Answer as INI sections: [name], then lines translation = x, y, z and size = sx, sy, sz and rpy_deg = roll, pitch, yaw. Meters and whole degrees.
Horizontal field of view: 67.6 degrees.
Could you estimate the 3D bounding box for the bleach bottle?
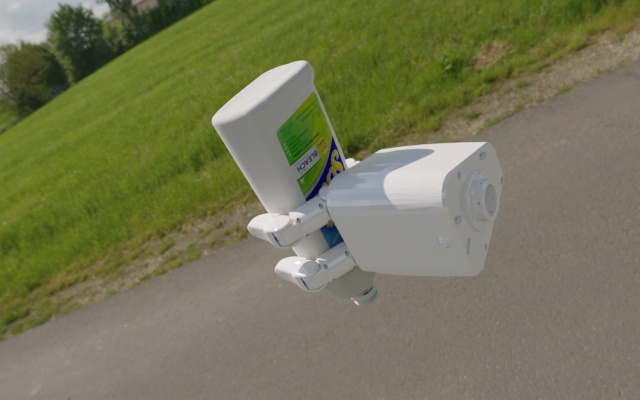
[bleach bottle]
translation = 0.000, 0.002, 0.467
size = 0.068, 0.251, 0.102
rpy_deg = -1, 38, 42
